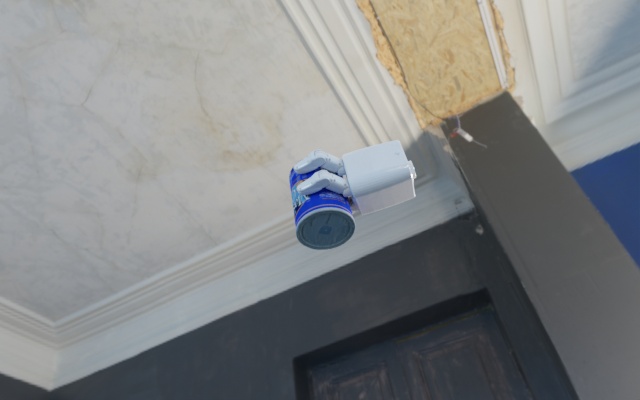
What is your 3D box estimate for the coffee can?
[{"bbox_3d":[0.000,0.003,0.858,0.103,0.140,0.103,-6,-44,-5],"label":"coffee can"}]
